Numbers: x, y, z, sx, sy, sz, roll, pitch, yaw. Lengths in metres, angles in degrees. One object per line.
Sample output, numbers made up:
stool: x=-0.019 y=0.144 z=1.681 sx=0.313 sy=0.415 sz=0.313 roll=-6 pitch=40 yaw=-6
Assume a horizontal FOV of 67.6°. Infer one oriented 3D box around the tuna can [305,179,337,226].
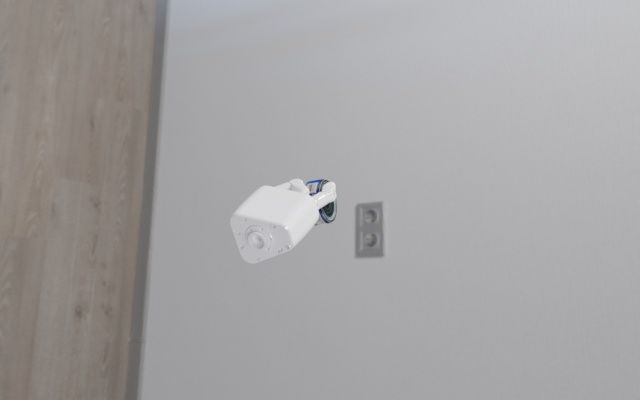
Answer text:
tuna can: x=0.001 y=0.003 z=0.899 sx=0.034 sy=0.086 sz=0.086 roll=-9 pitch=-3 yaw=23
